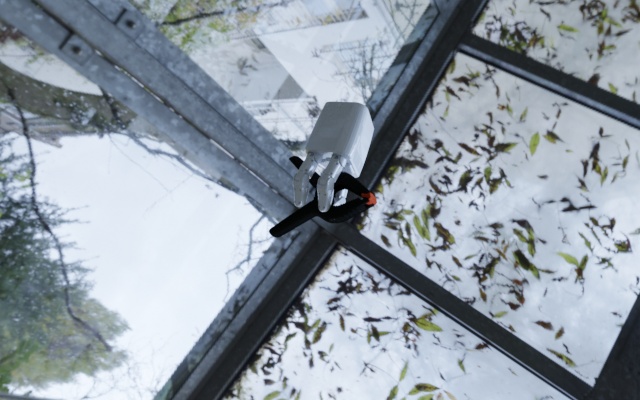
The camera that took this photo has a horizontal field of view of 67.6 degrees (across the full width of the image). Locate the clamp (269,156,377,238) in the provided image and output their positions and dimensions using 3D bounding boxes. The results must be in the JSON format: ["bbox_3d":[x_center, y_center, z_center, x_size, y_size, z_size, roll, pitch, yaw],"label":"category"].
[{"bbox_3d":[0.001,0.003,0.860,0.210,0.164,0.036,10,-15,37],"label":"clamp"}]
